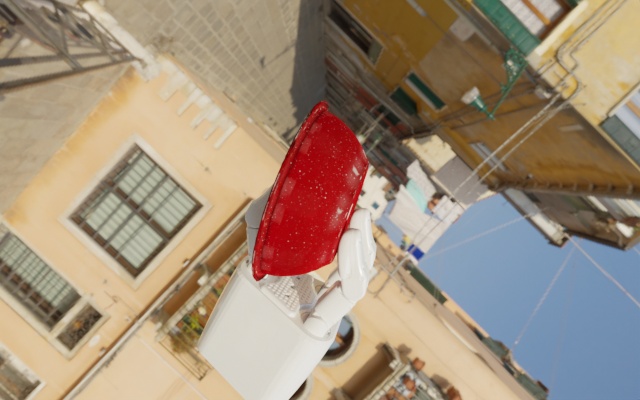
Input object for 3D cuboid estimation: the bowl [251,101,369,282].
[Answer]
[{"bbox_3d":[0.001,0.000,0.404,0.055,0.162,0.162,21,2,7],"label":"bowl"}]
